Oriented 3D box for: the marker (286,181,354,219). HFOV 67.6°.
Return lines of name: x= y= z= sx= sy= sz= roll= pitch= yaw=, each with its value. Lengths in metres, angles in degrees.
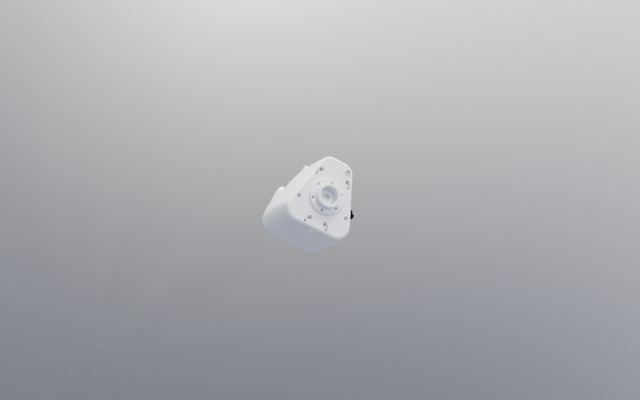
marker: x=0.000 y=0.003 z=0.766 sx=0.121 sy=0.020 sz=0.020 roll=25 pitch=-7 yaw=-15
